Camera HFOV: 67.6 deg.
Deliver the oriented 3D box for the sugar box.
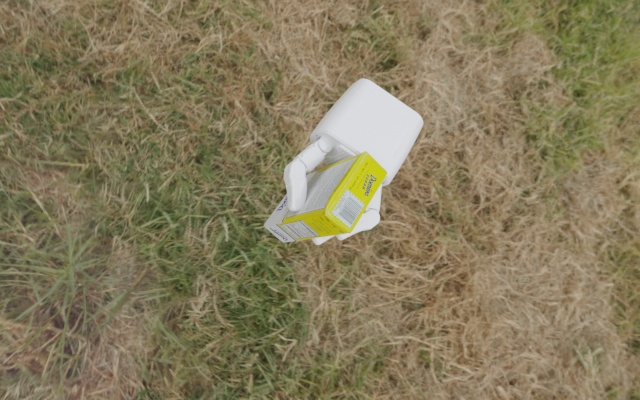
[{"bbox_3d":[0.001,0.002,0.602,0.048,0.093,0.176,41,-24,-15],"label":"sugar box"}]
